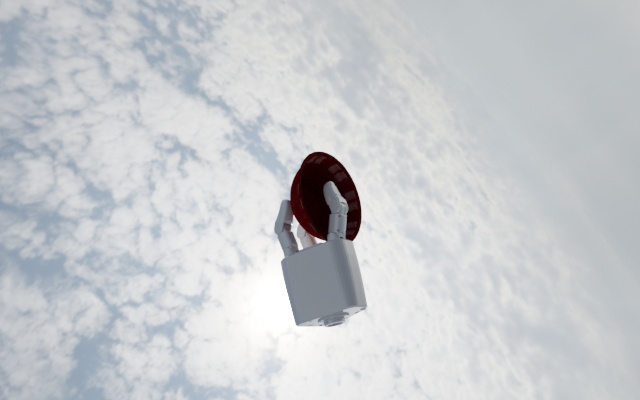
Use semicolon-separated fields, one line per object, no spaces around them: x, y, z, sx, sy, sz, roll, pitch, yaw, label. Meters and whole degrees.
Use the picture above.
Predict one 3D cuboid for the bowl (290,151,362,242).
0.000;0.002;0.795;0.055;0.162;0.162;-20;-12;37;bowl
